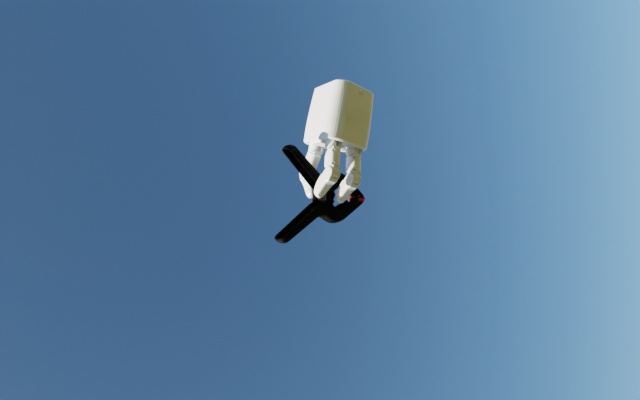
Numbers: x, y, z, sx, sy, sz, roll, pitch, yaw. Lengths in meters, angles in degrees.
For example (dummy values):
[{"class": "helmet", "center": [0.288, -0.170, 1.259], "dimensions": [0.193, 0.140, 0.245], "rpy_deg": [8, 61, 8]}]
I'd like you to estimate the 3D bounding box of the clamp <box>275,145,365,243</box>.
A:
[{"class": "clamp", "center": [0.000, 0.003, 0.858], "dimensions": [0.036, 0.164, 0.210], "rpy_deg": [8, -4, 45]}]
